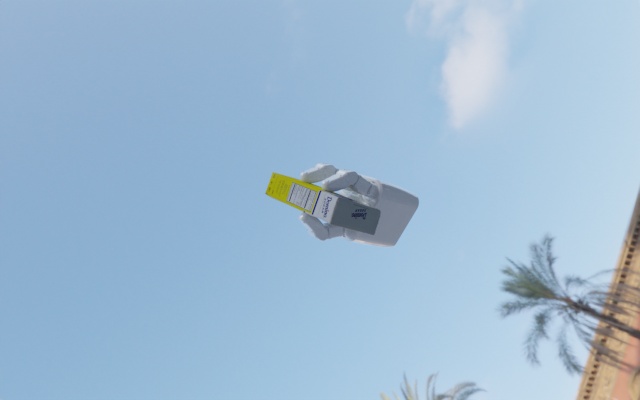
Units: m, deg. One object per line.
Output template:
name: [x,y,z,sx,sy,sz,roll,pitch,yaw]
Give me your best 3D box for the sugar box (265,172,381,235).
sugar box: [0.000,0.002,0.735,0.093,0.048,0.176,16,1,-41]
